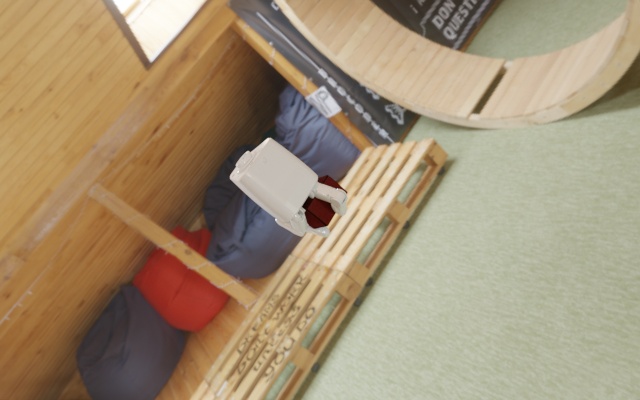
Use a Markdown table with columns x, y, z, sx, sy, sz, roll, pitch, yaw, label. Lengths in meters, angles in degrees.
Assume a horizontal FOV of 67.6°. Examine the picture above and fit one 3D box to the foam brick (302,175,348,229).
| x | y | z | sx | sy | sz | roll | pitch | yaw | label |
| --- | --- | --- | --- | --- | --- | --- | --- | --- | --- |
| 0.000 | 0.003 | 0.834 | 0.051 | 0.078 | 0.053 | 40 | -26 | -18 | foam brick |
